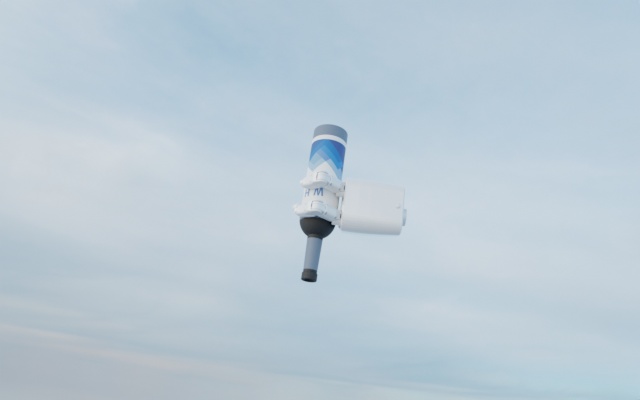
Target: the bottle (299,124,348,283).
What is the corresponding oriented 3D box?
[{"bbox_3d":[0.000,0.003,0.870,0.069,0.295,0.069,7,-23,3],"label":"bottle"}]
